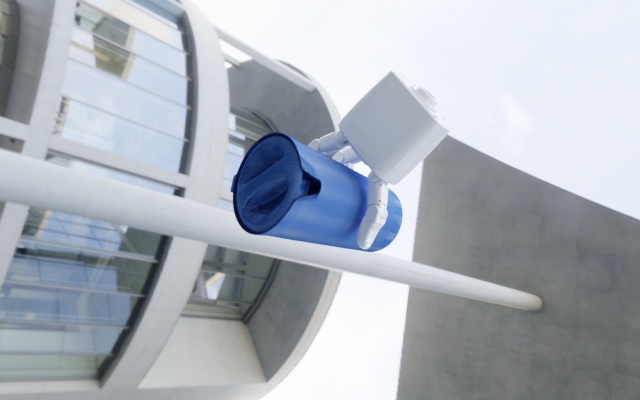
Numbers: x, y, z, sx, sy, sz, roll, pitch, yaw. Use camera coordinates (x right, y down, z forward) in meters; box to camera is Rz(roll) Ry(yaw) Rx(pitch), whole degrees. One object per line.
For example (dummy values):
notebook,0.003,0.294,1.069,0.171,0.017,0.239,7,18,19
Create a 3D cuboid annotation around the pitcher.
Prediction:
pitcher,0.000,0.002,0.685,0.243,0.149,0.145,19,-57,-44
